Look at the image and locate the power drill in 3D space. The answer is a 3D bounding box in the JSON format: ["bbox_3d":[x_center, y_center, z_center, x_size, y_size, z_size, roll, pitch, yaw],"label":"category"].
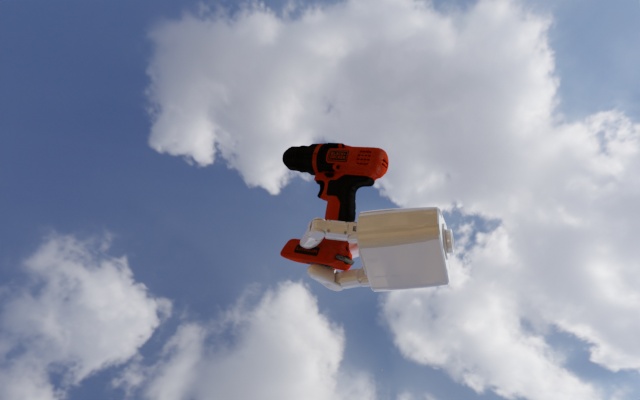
[{"bbox_3d":[0.000,0.003,0.716,0.184,0.187,0.057,6,-13,36],"label":"power drill"}]
